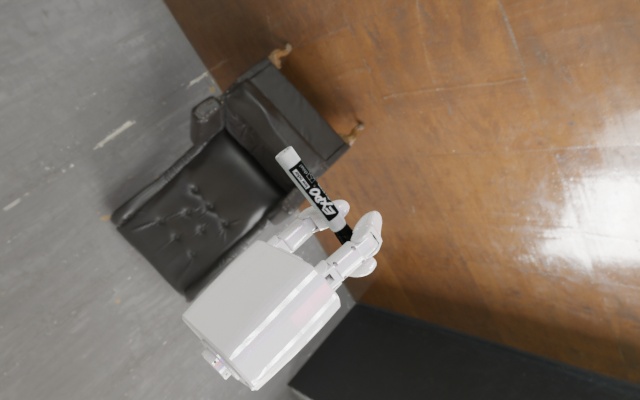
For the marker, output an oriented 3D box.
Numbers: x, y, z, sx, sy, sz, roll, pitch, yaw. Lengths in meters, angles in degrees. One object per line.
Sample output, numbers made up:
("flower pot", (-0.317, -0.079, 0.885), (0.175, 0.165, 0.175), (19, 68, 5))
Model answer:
("marker", (0.000, 0.001, 0.459), (0.020, 0.121, 0.020), (-34, 16, 11))
